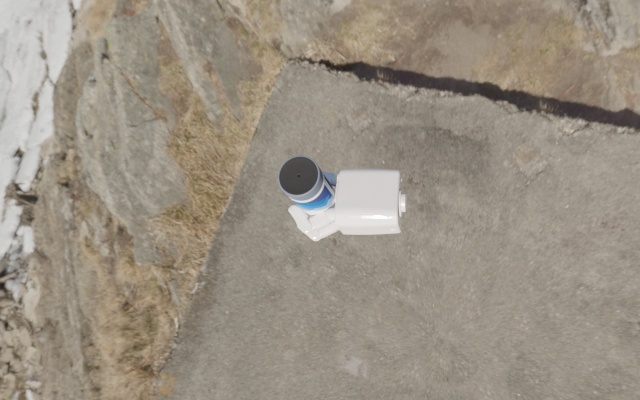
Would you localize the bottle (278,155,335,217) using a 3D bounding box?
[{"bbox_3d":[0.000,0.003,0.861,0.069,0.069,0.296,0,-16,14],"label":"bottle"}]
